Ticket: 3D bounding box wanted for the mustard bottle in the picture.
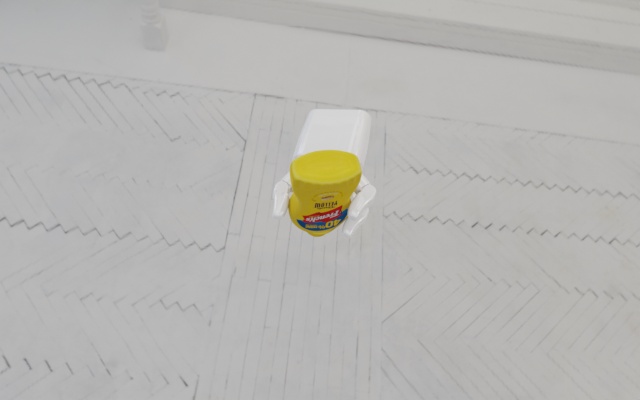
[{"bbox_3d":[0.000,0.003,0.715,0.096,0.058,0.192,-8,-30,-10],"label":"mustard bottle"}]
